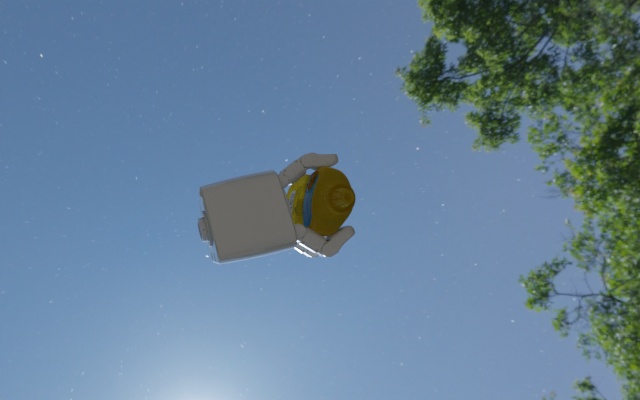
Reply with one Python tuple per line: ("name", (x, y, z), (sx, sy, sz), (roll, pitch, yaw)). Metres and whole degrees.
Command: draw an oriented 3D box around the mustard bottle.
("mustard bottle", (0.000, 0.002, 0.679), (0.058, 0.096, 0.191), (14, -9, -19))
